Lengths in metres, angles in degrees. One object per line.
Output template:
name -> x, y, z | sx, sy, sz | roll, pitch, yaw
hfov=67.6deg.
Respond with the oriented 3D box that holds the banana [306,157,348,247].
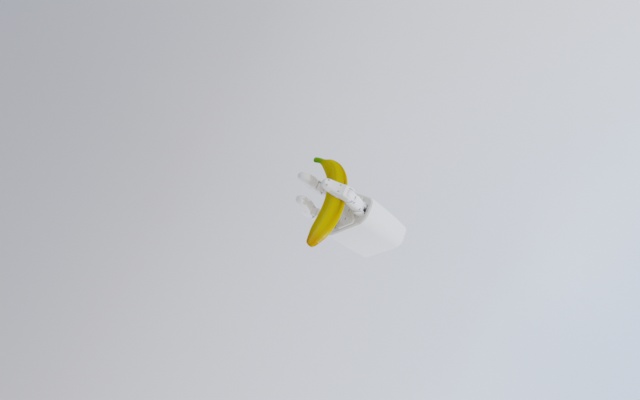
banana -> 0.016, -0.005, 0.863 | 0.069, 0.197, 0.037 | -18, -42, 29
